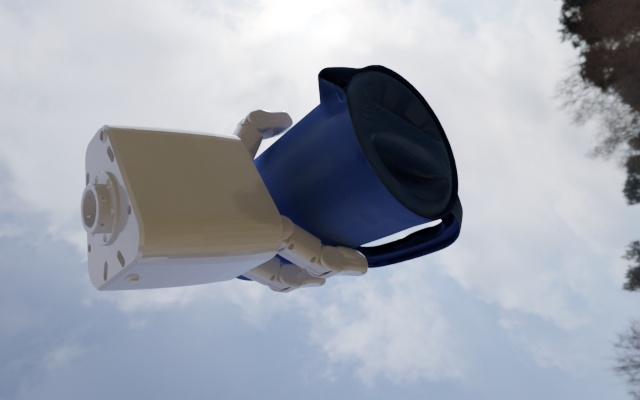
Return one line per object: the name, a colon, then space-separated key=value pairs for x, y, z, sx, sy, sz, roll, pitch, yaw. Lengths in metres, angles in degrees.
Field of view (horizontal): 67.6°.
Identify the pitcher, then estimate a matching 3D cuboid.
pitcher: x=0.000 y=0.001 z=0.448 sx=0.145 sy=0.149 sz=0.243 roll=-1 pitch=-21 yaw=-46
